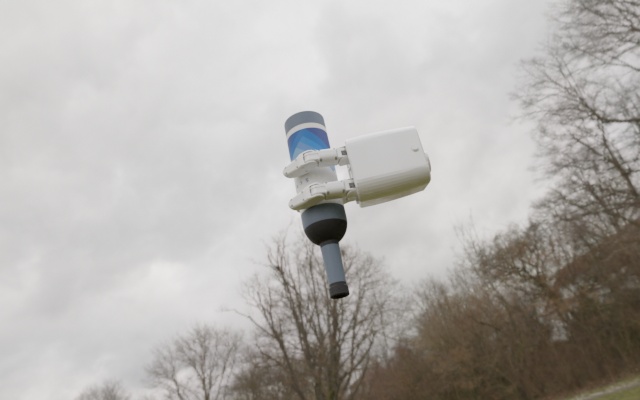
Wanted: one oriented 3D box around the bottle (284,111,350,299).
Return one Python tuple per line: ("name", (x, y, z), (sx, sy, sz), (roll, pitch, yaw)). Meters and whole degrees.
("bottle", (0.000, 0.002, 0.721), (0.069, 0.295, 0.069), (-10, -26, -5))
